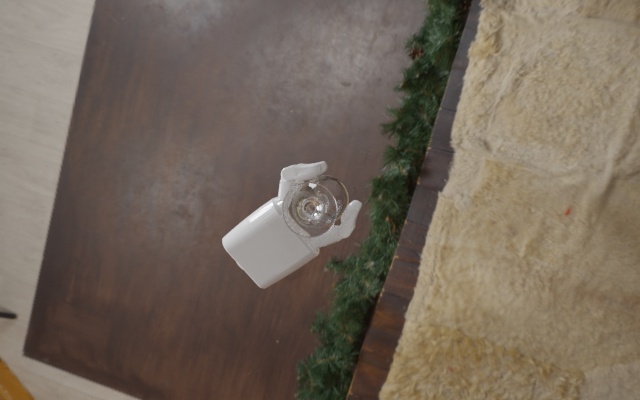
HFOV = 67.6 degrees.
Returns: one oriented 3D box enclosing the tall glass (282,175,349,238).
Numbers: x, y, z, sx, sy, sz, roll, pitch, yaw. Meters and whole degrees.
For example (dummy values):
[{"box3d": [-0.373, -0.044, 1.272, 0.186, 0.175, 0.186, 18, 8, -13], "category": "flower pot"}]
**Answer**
[{"box3d": [0.000, 0.002, 0.724, 0.079, 0.079, 0.201, 0, 6, 9], "category": "tall glass"}]
